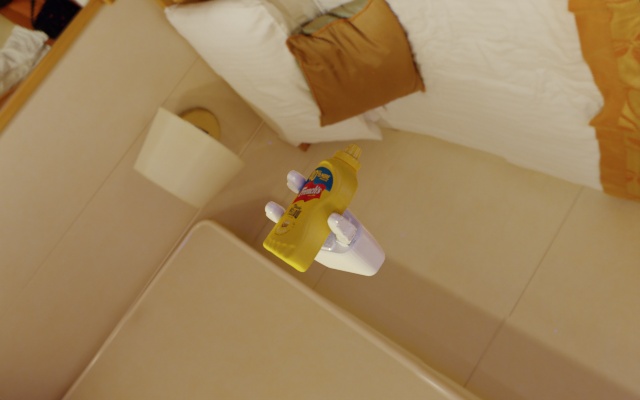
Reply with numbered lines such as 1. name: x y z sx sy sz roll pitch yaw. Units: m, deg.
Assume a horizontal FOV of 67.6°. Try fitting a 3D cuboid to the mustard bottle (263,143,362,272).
1. mustard bottle: 0.000 0.002 0.669 0.058 0.191 0.096 38 -9 -26
